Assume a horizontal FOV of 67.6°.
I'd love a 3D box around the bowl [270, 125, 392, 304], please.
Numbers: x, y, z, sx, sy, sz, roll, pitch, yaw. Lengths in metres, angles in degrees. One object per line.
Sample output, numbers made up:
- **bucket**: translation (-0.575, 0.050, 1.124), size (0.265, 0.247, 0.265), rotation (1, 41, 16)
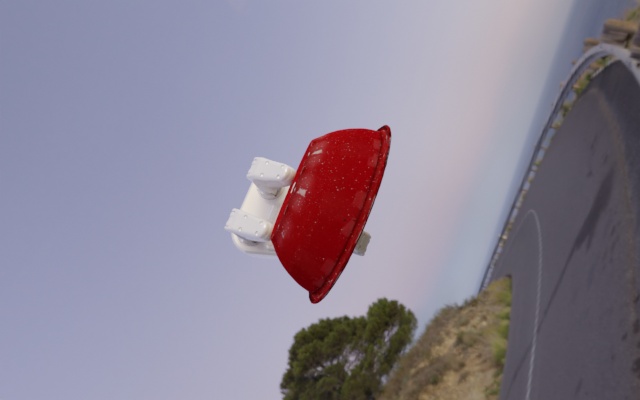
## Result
- **bowl**: translation (0.000, 0.001, 0.401), size (0.055, 0.162, 0.162), rotation (23, -3, -6)
